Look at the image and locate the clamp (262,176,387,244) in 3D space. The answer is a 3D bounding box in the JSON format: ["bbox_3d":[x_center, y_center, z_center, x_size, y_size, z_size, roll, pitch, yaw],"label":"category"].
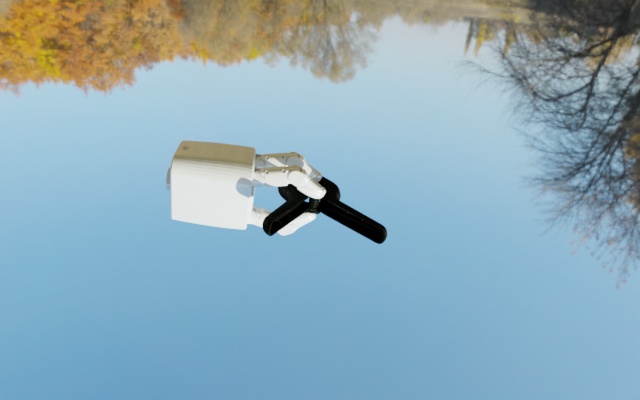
[{"bbox_3d":[0.000,0.003,0.686,0.164,0.036,0.210,9,24,-10],"label":"clamp"}]
